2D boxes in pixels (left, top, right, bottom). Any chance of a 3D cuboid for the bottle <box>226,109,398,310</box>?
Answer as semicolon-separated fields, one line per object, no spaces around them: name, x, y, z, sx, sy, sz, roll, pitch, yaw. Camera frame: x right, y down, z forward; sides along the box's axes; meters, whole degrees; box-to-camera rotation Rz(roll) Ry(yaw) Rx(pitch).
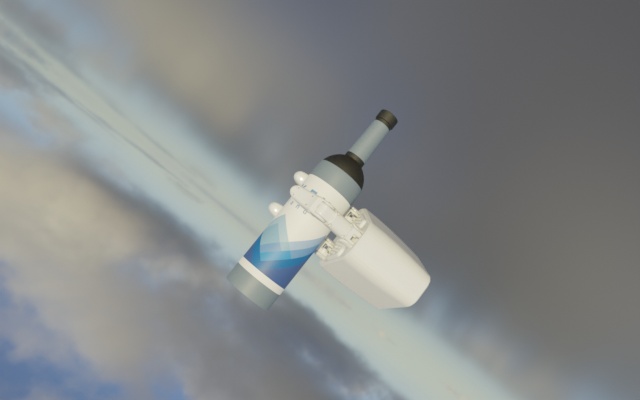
bottle;0.000;0.002;0.611;0.069;0.295;0.069;38;-8;6
